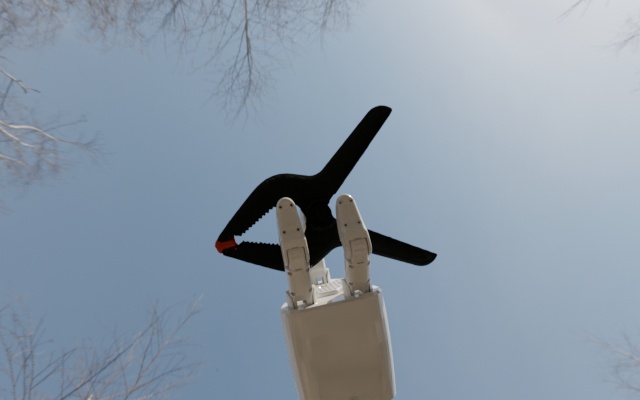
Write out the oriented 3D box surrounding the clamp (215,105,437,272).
[{"bbox_3d":[-0.001,0.002,0.462,0.210,0.164,0.036,-11,0,-9],"label":"clamp"}]
